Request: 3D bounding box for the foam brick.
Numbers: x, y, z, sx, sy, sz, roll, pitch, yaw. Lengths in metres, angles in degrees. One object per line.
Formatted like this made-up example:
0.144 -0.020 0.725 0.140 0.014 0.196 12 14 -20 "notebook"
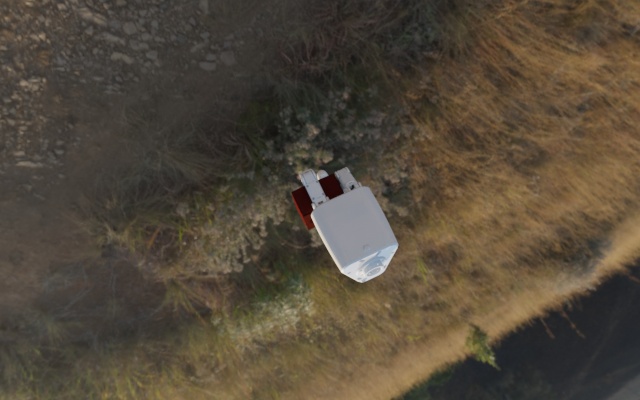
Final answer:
0.000 0.003 0.770 0.078 0.051 0.053 -24 -28 -4 "foam brick"
